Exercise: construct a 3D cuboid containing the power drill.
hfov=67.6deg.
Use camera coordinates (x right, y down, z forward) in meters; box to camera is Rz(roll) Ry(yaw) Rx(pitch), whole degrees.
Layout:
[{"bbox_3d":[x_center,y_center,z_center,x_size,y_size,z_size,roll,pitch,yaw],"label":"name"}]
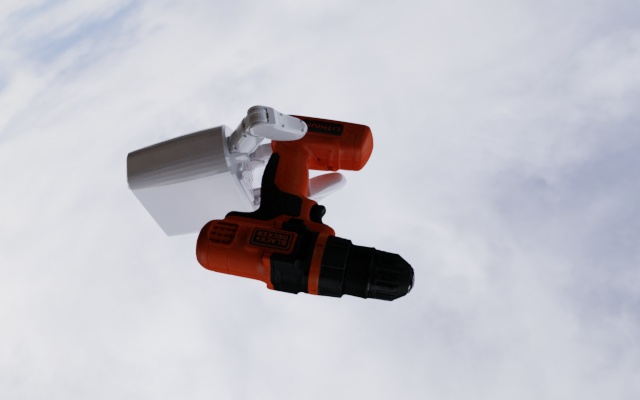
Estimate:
[{"bbox_3d":[0.000,0.001,0.443,0.184,0.187,0.057,10,-43,7],"label":"power drill"}]
